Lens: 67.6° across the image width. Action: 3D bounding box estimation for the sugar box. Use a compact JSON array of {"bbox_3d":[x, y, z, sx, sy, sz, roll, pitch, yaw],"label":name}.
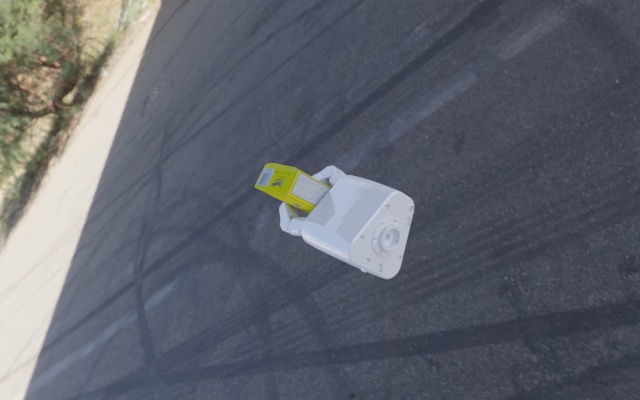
[{"bbox_3d":[0.000,0.003,0.705,0.176,0.048,0.093,30,-8,-34],"label":"sugar box"}]
